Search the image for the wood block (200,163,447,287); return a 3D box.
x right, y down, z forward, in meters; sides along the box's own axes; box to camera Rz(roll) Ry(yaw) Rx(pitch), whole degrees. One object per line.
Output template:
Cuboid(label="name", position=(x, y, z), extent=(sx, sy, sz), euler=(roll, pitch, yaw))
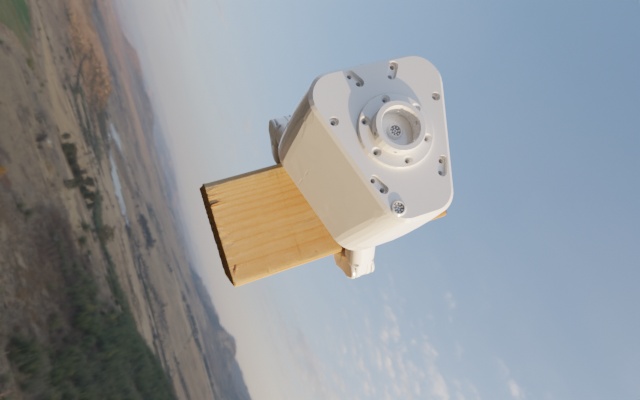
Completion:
Cuboid(label="wood block", position=(0.000, 0.002, 0.455), extent=(0.206, 0.091, 0.090), euler=(-16, 4, -16))
